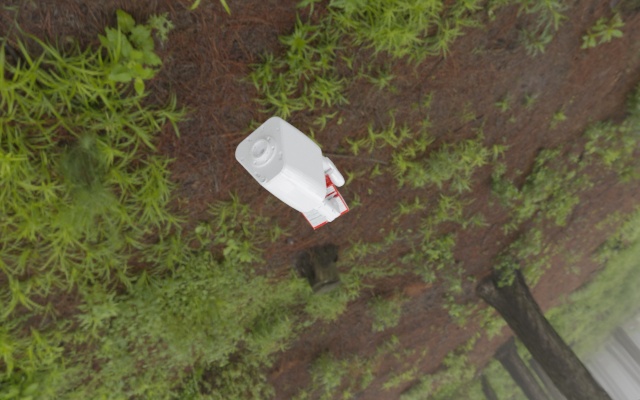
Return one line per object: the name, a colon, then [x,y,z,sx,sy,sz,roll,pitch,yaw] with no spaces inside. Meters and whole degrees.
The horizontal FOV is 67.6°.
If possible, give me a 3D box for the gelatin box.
gelatin box: [0.000,0.003,0.837,0.073,0.030,0.089,-29,-40,4]
